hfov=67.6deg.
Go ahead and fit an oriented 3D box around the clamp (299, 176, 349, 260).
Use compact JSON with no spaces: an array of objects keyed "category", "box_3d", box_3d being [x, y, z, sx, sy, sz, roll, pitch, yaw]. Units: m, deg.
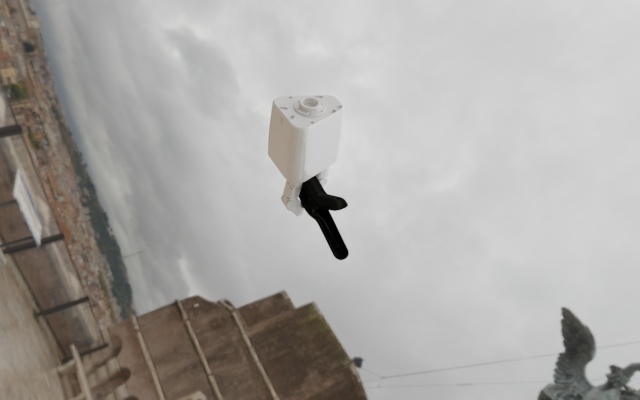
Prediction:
[{"category":"clamp","box_3d":[0.001,0.002,0.773,0.039,0.120,0.171,-18,50,-25]}]
